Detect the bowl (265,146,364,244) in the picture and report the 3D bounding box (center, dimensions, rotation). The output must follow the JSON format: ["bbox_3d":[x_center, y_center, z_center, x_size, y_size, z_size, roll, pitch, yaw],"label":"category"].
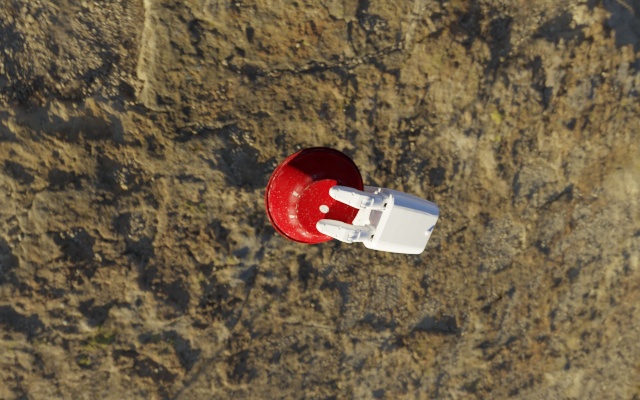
[{"bbox_3d":[-0.001,0.003,0.725,0.162,0.162,0.055,0,20,-18],"label":"bowl"}]
